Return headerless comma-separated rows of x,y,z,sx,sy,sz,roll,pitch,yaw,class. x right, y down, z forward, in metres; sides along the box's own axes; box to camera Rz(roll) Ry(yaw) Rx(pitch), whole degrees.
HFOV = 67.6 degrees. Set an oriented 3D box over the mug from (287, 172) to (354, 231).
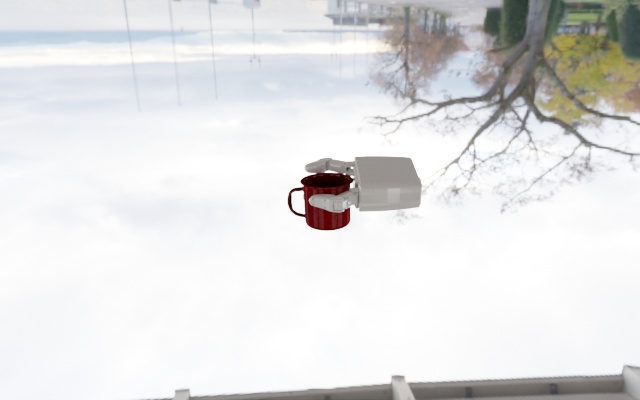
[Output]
-0.001,0.003,0.837,0.117,0.081,0.093,-2,20,-1,mug
